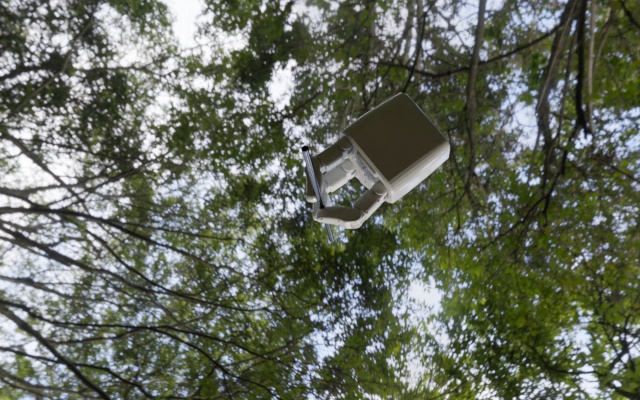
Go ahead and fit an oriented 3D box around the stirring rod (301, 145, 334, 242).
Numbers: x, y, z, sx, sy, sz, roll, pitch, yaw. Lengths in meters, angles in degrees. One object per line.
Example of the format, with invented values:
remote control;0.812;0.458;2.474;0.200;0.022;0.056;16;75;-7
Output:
stirring rod;0.000;0.002;0.611;0.011;0.011;0.240;0;-28;9
